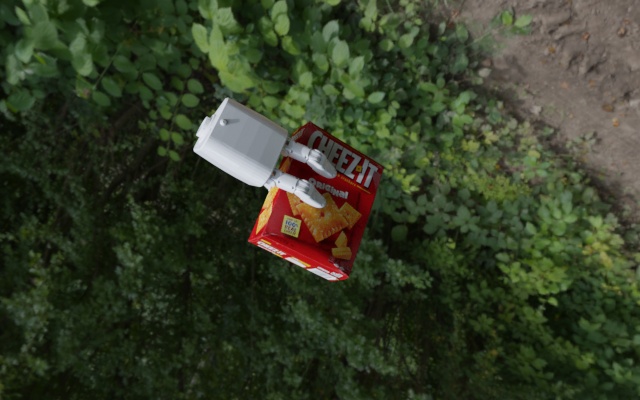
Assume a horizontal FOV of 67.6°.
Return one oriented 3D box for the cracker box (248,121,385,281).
[{"bbox_3d":[0.000,0.003,0.789,0.164,0.213,0.072,29,-23,-20],"label":"cracker box"}]
